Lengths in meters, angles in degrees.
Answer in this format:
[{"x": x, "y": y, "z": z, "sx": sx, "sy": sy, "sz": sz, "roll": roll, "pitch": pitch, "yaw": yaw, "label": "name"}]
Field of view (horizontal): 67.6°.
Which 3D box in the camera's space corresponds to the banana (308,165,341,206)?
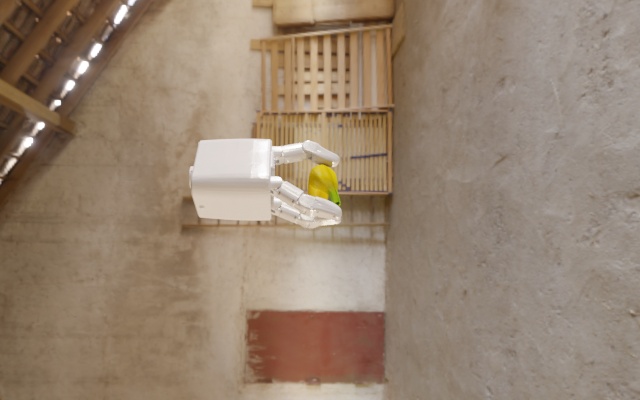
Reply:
[{"x": 0.000, "y": -0.016, "z": 0.740, "sx": 0.037, "sy": 0.069, "sz": 0.198, "roll": -1, "pitch": -5, "yaw": -5, "label": "banana"}]
